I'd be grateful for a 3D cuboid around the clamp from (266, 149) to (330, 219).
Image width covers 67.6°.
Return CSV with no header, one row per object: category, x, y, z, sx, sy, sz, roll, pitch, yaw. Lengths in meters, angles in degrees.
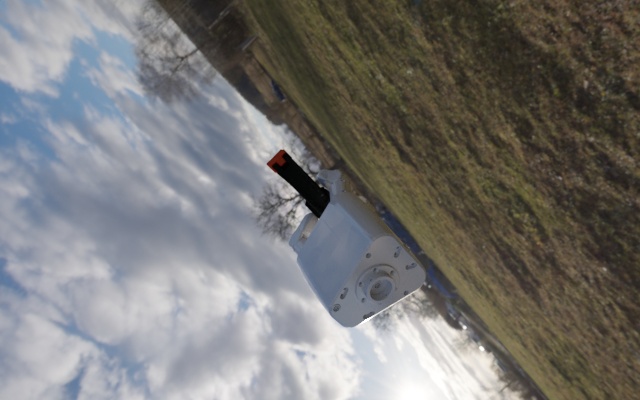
clamp,-0.001,0.002,0.658,0.210,0.036,0.164,44,-1,-30
